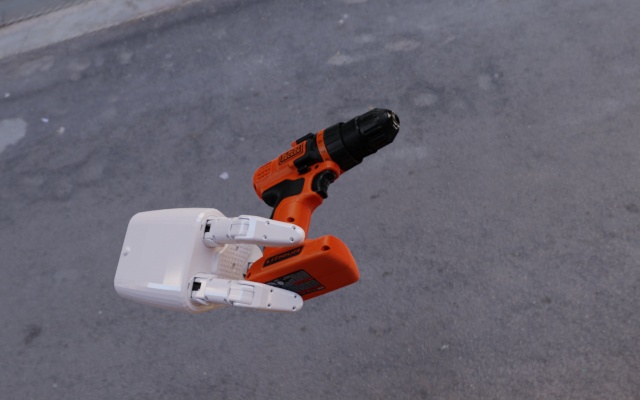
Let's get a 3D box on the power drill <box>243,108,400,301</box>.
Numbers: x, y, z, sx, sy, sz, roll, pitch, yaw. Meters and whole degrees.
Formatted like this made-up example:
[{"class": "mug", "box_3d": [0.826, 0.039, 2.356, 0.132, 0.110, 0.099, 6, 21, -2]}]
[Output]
[{"class": "power drill", "box_3d": [0.000, 0.002, 0.477, 0.184, 0.187, 0.057, -26, -53, 29]}]
